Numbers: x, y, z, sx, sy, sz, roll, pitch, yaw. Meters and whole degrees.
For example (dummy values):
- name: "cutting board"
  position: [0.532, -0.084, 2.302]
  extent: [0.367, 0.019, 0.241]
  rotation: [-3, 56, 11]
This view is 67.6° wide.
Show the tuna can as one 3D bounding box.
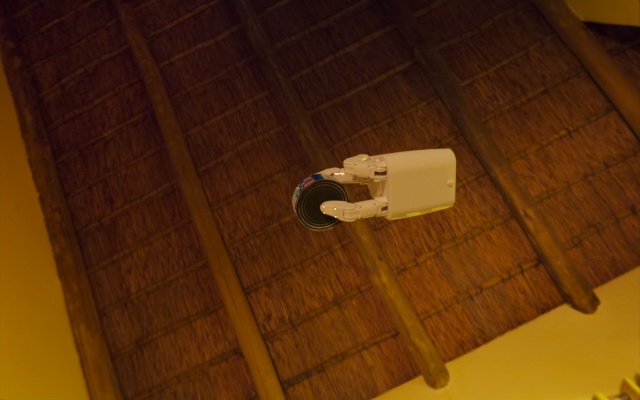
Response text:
- name: "tuna can"
  position: [0.000, 0.002, 0.736]
  extent: [0.086, 0.086, 0.033]
  rotation: [0, 22, -18]
